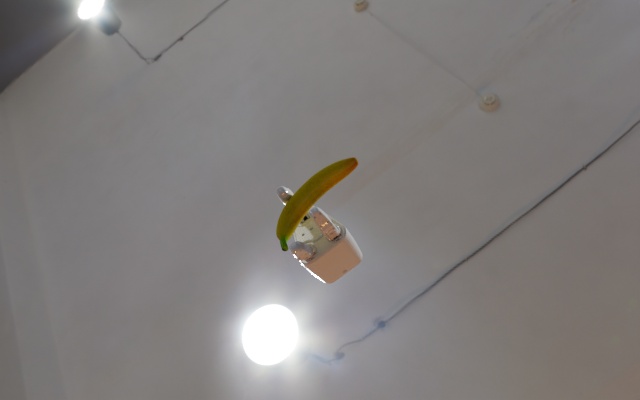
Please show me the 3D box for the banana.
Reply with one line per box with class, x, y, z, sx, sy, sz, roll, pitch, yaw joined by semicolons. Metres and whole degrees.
banana;-0.015;-0.001;0.797;0.069;0.197;0.037;27;-18;39
